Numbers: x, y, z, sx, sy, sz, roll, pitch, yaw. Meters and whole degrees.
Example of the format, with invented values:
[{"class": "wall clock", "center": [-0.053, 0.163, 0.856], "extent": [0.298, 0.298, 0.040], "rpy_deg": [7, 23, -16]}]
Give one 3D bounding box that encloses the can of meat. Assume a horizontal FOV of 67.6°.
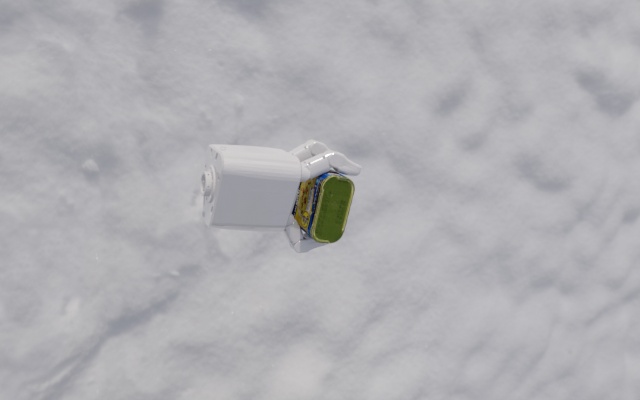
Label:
[{"class": "can of meat", "center": [0.000, 0.002, 0.682], "extent": [0.057, 0.102, 0.084], "rpy_deg": [6, 14, -28]}]
